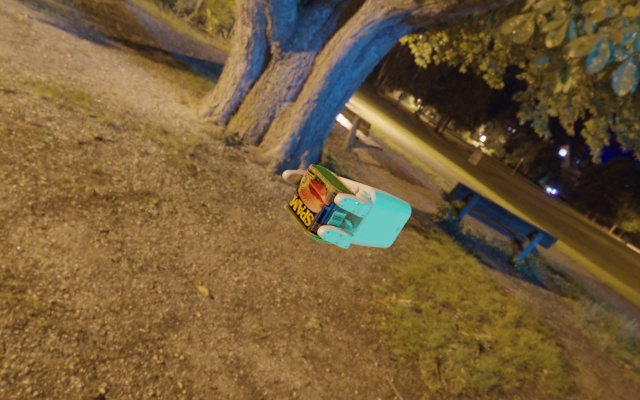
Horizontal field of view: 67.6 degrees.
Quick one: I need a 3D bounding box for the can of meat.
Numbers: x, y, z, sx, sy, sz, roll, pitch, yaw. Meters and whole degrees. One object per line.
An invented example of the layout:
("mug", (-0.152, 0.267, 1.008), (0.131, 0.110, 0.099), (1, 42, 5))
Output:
("can of meat", (0.000, 0.002, 0.740), (0.057, 0.084, 0.102), (18, 20, -39))
